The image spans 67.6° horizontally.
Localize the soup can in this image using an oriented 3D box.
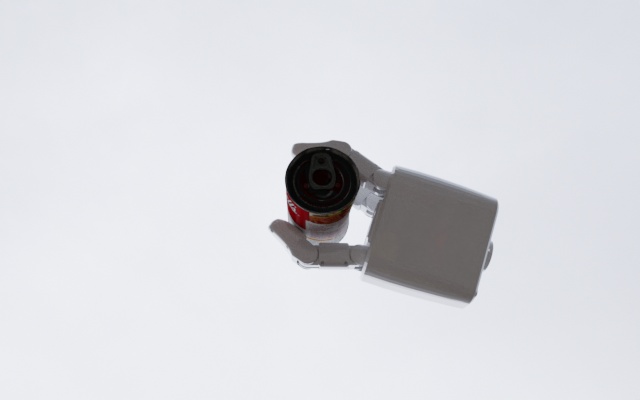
[{"bbox_3d":[0.000,0.002,0.471,0.068,0.068,0.102,0,-24,-2],"label":"soup can"}]
